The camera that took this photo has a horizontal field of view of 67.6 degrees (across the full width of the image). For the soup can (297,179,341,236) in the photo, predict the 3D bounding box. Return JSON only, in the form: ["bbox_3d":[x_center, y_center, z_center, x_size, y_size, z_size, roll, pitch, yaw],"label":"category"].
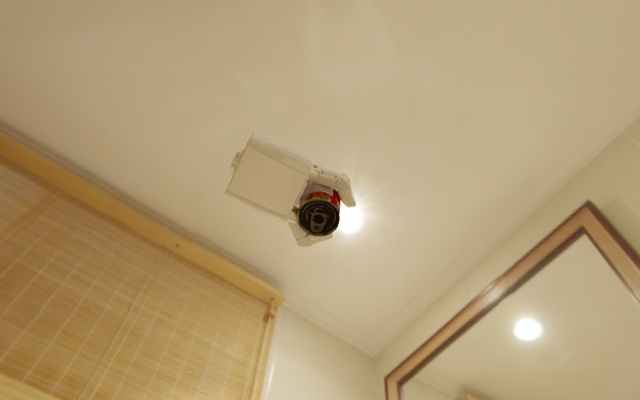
[{"bbox_3d":[0.001,0.003,0.781,0.068,0.068,0.102,0,30,4],"label":"soup can"}]
